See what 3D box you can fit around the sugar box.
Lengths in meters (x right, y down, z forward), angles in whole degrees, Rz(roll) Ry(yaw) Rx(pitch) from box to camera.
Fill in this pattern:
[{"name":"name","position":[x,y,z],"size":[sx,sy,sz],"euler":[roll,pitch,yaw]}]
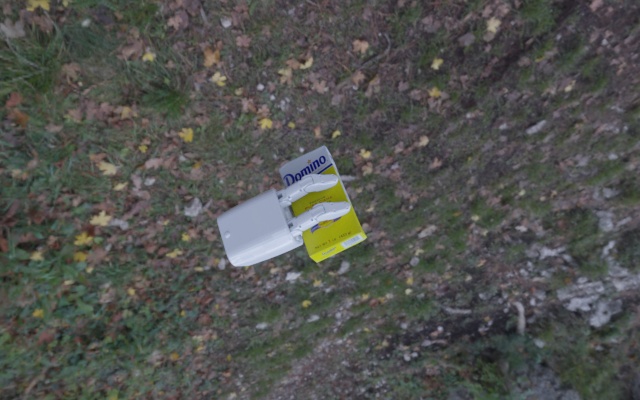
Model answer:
[{"name":"sugar box","position":[0.000,0.003,0.792],"size":[0.093,0.176,0.048],"euler":[-26,-25,7]}]
